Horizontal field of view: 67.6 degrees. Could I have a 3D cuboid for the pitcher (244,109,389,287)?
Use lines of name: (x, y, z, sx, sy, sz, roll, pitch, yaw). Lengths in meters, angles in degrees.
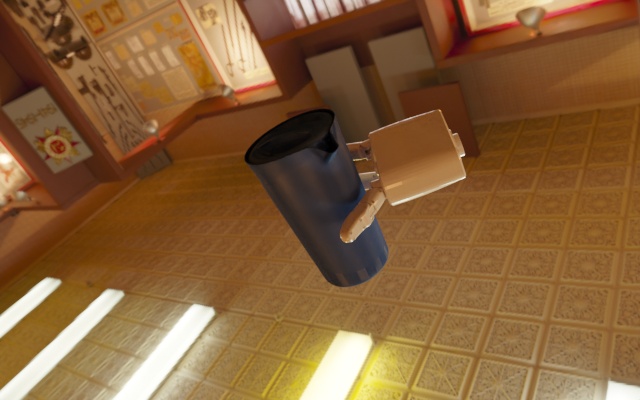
pitcher: (0.000, 0.002, 0.684, 0.145, 0.243, 0.149, -21, 28, 13)
